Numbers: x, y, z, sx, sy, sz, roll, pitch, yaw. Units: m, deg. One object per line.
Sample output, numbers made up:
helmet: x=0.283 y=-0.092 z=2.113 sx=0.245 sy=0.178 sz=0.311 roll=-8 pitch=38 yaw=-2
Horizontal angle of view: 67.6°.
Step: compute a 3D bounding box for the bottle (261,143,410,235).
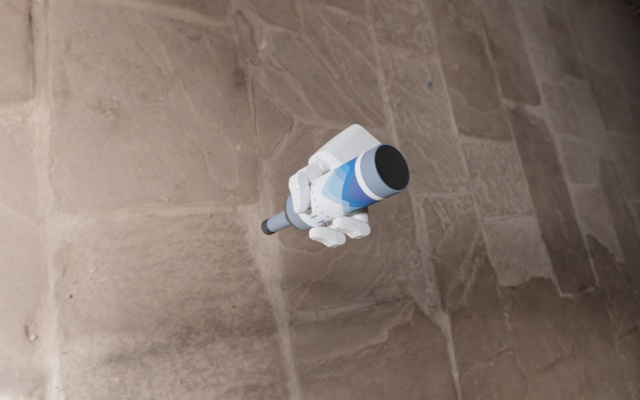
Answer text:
bottle: x=0.000 y=0.002 z=0.709 sx=0.069 sy=0.069 sz=0.296 roll=0 pitch=-18 yaw=-40
